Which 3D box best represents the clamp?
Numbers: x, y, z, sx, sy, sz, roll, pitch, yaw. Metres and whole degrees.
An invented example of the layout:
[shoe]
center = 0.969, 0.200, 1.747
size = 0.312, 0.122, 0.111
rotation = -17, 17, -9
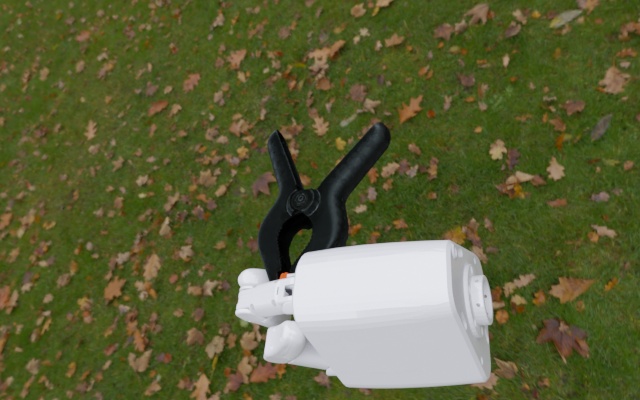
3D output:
[clamp]
center = 0.000, 0.001, 0.406
size = 0.120, 0.171, 0.039
rotation = -11, -31, 27
